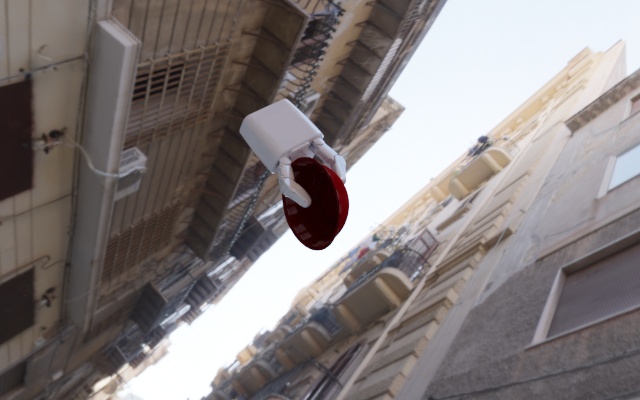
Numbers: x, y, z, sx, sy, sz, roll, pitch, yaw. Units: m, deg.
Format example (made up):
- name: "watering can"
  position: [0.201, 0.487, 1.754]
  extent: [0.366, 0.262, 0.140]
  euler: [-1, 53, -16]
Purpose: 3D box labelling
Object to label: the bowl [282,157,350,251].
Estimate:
- name: "bowl"
  position: [0.001, 0.004, 0.822]
  extent: [0.055, 0.162, 0.162]
  euler: [-11, 7, -37]
